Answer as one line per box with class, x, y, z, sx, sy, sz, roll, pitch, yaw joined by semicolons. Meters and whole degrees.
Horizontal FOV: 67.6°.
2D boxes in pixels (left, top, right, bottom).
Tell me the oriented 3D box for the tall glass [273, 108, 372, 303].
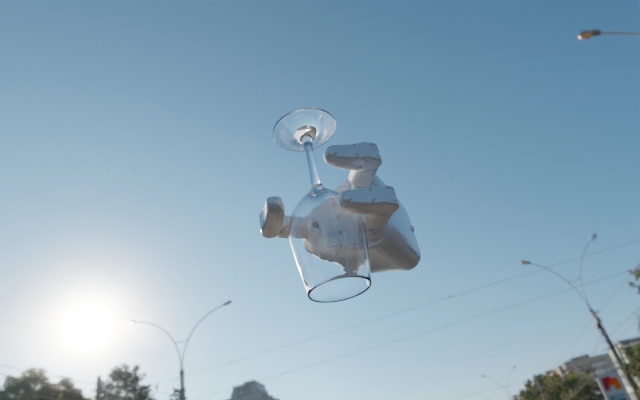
tall glass;0.000;0.001;0.501;0.079;0.201;0.079;-9;-32;-5
